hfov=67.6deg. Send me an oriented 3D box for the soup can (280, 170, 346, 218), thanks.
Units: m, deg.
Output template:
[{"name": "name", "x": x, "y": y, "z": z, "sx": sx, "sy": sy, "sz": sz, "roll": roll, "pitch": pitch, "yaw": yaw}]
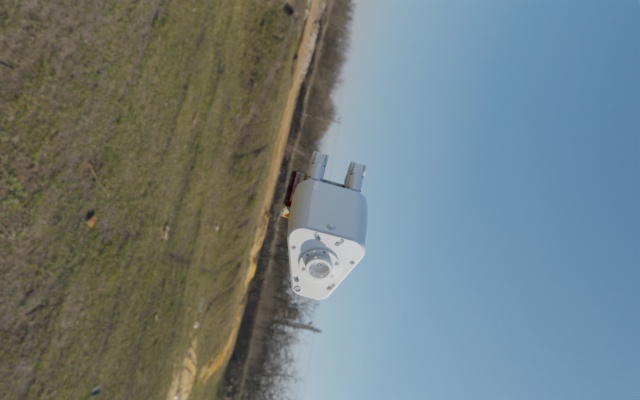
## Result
[{"name": "soup can", "x": 0.000, "y": 0.002, "z": 0.679, "sx": 0.102, "sy": 0.068, "sz": 0.068, "roll": 15, "pitch": -1, "yaw": -4}]
